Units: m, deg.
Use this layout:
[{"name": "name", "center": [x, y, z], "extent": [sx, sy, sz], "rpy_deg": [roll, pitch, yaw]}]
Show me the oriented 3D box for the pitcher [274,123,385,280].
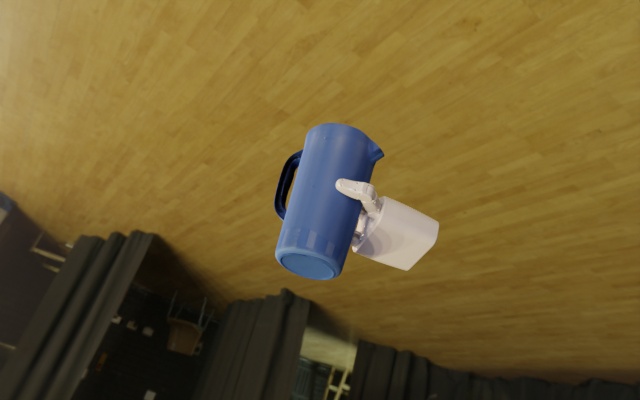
[{"name": "pitcher", "center": [0.000, 0.003, 0.798], "extent": [0.145, 0.242, 0.149], "rpy_deg": [23, -29, -11]}]
